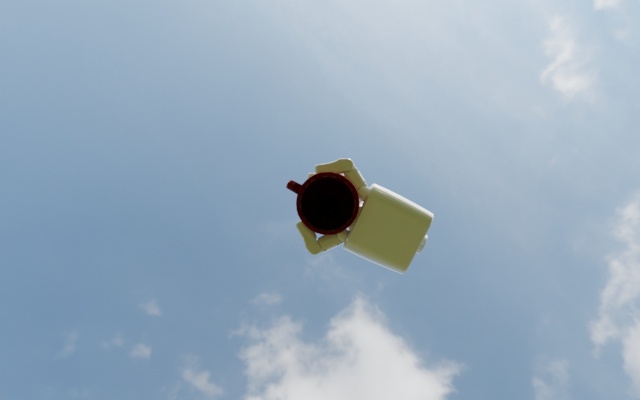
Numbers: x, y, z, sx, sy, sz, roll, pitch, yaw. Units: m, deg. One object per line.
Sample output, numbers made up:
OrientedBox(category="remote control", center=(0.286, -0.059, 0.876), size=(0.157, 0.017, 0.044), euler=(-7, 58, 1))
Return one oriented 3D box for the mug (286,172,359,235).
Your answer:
OrientedBox(category="mug", center=(-0.001, 0.002, 0.738), size=(0.117, 0.093, 0.081), euler=(26, -4, 3))
